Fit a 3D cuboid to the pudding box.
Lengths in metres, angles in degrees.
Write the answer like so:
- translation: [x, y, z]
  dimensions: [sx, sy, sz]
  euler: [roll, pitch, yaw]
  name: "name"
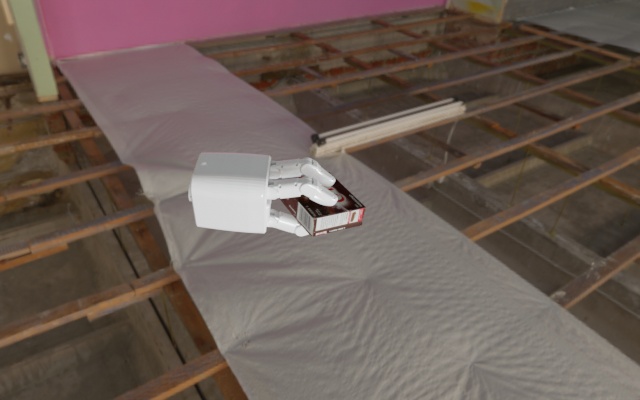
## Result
- translation: [0.000, 0.003, 0.722]
  dimensions: [0.090, 0.039, 0.113]
  euler: [-12, 40, -28]
  name: "pudding box"
